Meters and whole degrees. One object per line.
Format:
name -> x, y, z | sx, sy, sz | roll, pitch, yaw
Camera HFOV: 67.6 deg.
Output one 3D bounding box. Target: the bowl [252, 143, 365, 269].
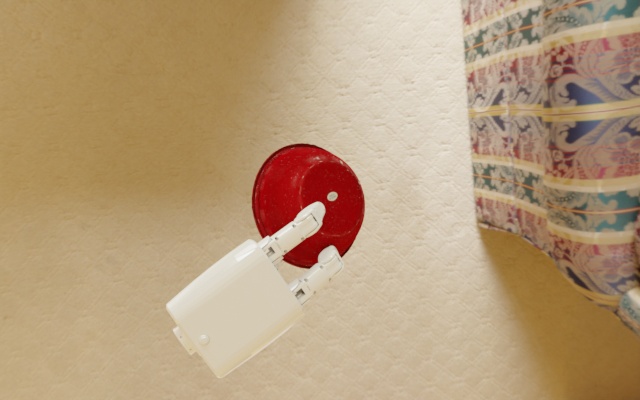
bowl -> 0.001, 0.001, 0.586 | 0.162, 0.162, 0.055 | 0, -9, -33
